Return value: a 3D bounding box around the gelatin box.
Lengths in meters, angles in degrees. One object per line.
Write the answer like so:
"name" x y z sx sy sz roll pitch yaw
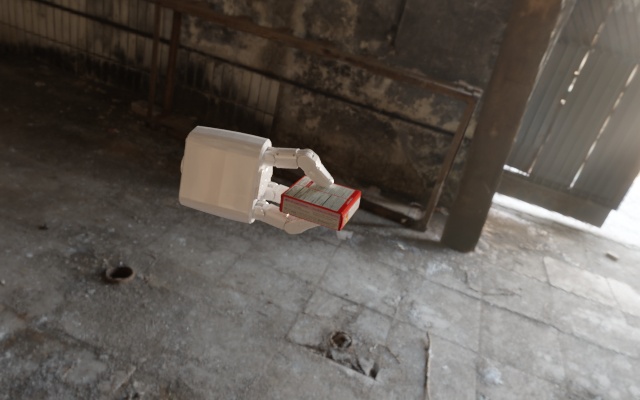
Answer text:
"gelatin box" 0.000 0.002 0.639 0.089 0.030 0.073 17 29 17
